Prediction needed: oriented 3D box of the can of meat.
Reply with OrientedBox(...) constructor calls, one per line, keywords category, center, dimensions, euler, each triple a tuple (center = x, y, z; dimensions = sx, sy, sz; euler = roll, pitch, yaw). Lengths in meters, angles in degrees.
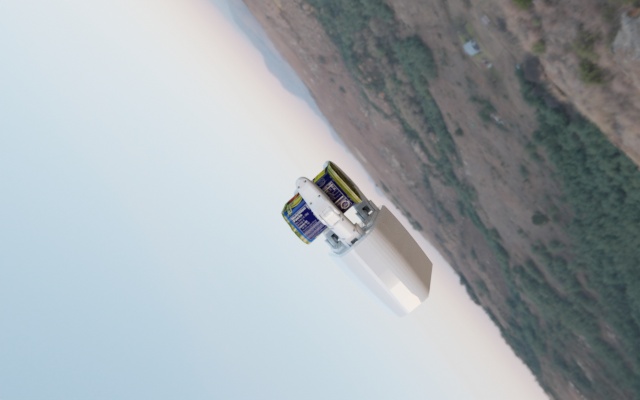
OrientedBox(category="can of meat", center=(0.000, 0.002, 0.595), dimensions=(0.084, 0.057, 0.102), euler=(-42, 6, 7))
